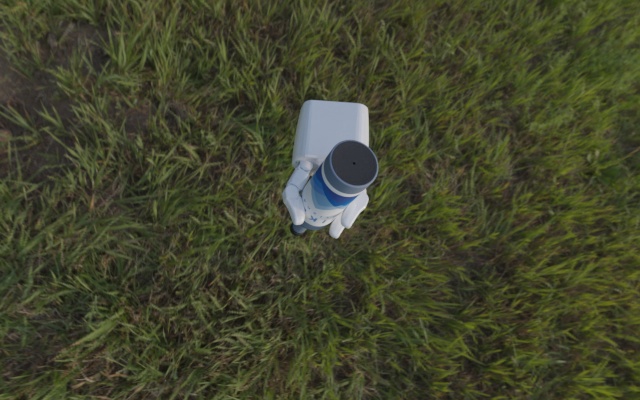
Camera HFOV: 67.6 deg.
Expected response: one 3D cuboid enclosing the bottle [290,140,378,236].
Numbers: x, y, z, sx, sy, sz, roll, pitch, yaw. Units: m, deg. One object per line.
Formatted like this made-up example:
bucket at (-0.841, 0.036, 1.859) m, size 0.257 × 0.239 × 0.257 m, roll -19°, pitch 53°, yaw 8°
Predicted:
bottle at (0.000, 0.002, 0.734) m, size 0.069 × 0.069 × 0.296 m, roll 0°, pitch -20°, yaw -18°
